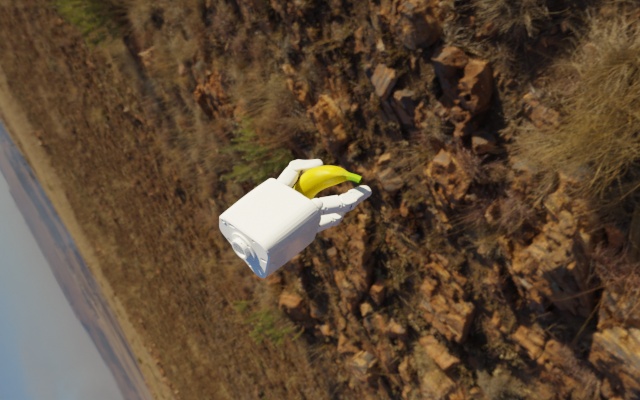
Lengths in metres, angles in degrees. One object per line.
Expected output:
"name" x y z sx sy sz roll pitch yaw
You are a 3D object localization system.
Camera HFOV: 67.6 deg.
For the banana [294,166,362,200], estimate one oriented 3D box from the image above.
"banana" -0.012 -0.012 0.787 0.037 0.069 0.198 -50 7 -34
